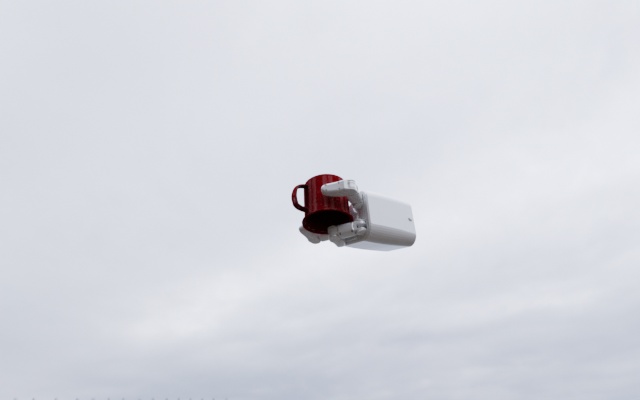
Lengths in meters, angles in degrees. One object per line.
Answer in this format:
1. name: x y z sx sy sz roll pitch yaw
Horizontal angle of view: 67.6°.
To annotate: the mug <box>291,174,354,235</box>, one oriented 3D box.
1. mug: -0.001 0.002 0.868 0.117 0.081 0.093 13 -35 -25
